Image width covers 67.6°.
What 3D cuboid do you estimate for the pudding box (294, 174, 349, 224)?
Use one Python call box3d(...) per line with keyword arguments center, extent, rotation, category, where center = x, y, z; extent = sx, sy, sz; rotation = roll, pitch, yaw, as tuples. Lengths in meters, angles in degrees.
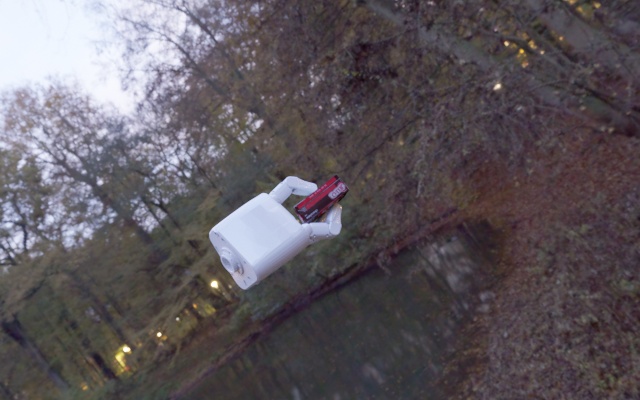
box3d(center=(0.000, 0.003, 0.810), extent=(0.090, 0.039, 0.113), rotation=(-37, -2, -5), category="pudding box")
